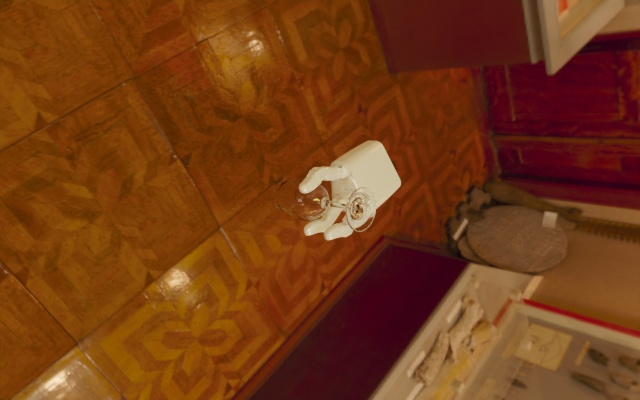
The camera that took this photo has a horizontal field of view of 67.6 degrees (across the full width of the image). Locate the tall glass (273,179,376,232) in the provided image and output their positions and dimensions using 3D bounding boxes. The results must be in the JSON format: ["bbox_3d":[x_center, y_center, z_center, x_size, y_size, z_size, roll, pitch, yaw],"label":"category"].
[{"bbox_3d":[0.000,0.003,0.859,0.079,0.079,0.201,0,7,-44],"label":"tall glass"}]
